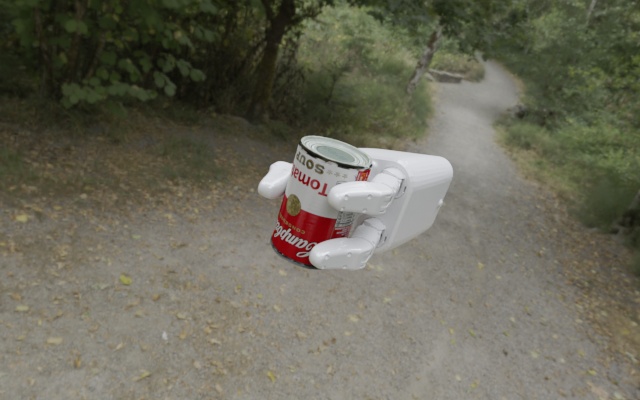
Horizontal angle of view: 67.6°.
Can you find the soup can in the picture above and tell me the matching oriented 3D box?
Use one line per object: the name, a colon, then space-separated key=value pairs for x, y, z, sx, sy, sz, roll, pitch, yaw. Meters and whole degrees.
soup can: x=0.000 y=0.001 z=0.429 sx=0.068 sy=0.102 sz=0.068 roll=15 pitch=22 yaw=-6
